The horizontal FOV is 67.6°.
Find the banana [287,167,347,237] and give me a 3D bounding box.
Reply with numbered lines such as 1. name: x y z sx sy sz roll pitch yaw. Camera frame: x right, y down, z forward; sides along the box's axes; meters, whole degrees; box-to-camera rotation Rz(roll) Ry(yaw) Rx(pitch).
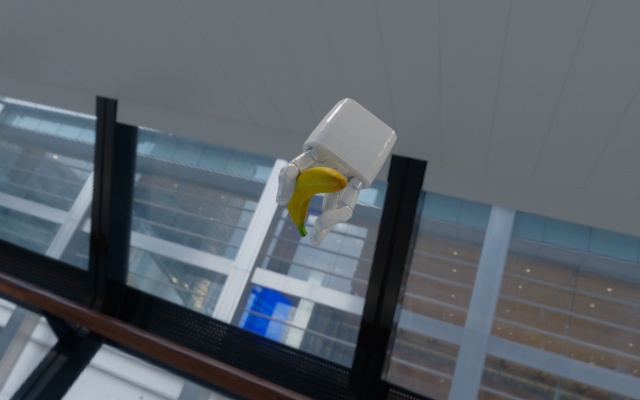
1. banana: -0.014 -0.010 0.703 0.037 0.069 0.198 -41 -7 -28
